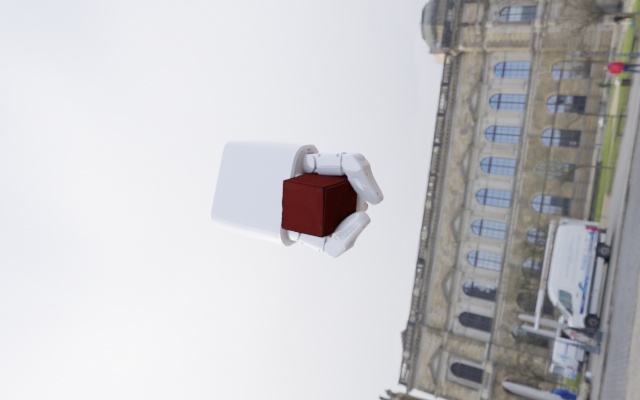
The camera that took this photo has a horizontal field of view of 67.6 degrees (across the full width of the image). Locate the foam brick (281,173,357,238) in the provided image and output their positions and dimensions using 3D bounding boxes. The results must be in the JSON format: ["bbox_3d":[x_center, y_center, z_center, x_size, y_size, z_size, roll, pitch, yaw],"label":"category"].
[{"bbox_3d":[0.000,0.002,0.503,0.051,0.053,0.078,11,16,27],"label":"foam brick"}]
